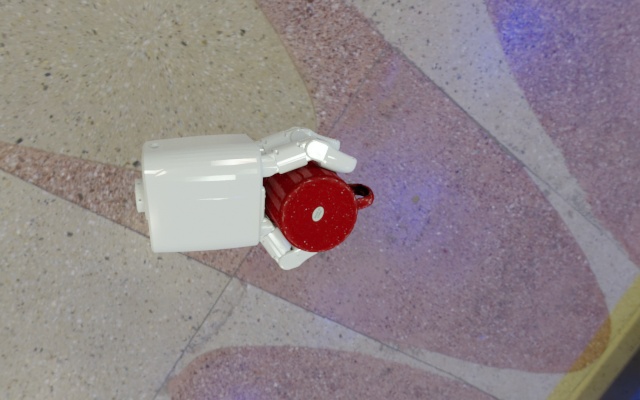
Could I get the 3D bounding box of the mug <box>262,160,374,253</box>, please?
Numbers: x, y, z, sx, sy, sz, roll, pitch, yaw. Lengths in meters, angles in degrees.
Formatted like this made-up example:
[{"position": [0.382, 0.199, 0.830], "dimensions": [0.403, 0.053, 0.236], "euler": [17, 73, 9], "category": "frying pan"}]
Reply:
[{"position": [0.002, 0.002, 0.501], "dimensions": [0.117, 0.093, 0.081], "euler": [-6, 20, -16], "category": "mug"}]
